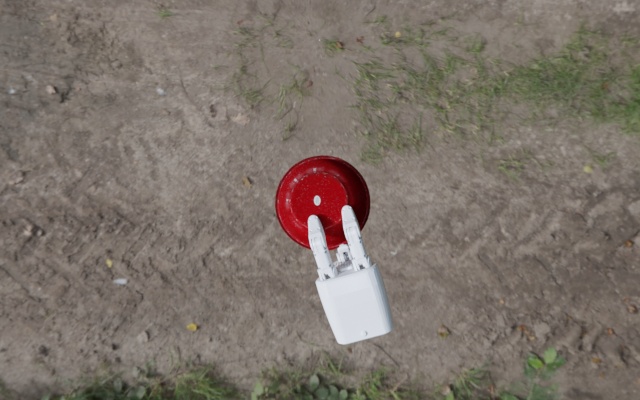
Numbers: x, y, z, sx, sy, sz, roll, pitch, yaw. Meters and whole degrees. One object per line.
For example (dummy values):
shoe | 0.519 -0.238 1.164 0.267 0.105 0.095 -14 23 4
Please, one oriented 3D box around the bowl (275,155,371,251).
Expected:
bowl | -0.001 0.001 0.776 0.162 0.162 0.055 0 -3 7
